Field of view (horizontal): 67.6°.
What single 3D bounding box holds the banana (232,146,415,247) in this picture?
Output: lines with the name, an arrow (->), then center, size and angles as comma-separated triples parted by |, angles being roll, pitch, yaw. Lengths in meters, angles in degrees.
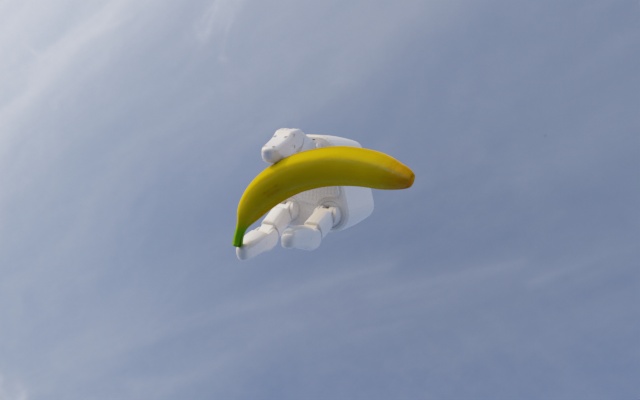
banana -> -0.009, -0.015, 0.459 | 0.198, 0.069, 0.037 | -21, -5, 25
